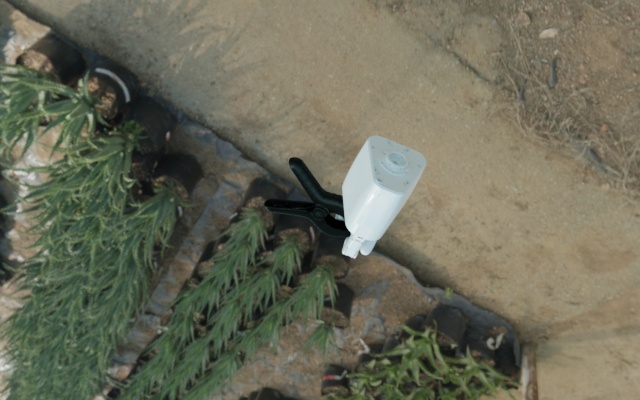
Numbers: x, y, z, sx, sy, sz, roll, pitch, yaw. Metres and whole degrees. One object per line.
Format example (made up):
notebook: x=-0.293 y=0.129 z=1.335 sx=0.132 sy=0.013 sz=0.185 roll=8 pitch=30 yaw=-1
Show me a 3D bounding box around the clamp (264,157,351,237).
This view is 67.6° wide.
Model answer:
clamp: x=0.000 y=0.003 z=0.764 sx=0.171 sy=0.039 sz=0.120 roll=22 pitch=-43 yaw=-1
